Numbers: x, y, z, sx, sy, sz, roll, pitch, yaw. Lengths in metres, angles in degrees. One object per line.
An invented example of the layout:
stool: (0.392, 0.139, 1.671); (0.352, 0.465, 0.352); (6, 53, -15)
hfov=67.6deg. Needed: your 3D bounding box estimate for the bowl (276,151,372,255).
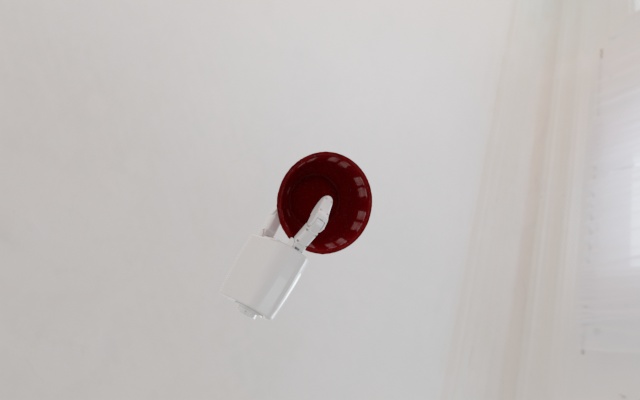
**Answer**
bowl: (0.001, 0.002, 0.770); (0.162, 0.162, 0.055); (0, 4, -21)
